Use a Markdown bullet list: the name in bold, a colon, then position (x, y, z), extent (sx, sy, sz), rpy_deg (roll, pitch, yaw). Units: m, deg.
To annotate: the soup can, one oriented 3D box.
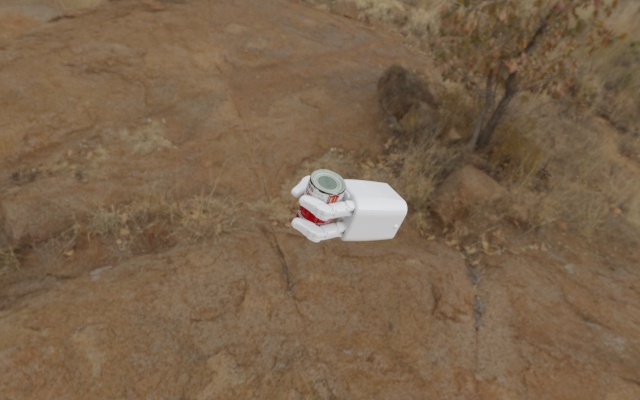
- **soup can**: position (0.000, 0.003, 0.867), extent (0.068, 0.102, 0.068), rpy_deg (12, 40, -11)
